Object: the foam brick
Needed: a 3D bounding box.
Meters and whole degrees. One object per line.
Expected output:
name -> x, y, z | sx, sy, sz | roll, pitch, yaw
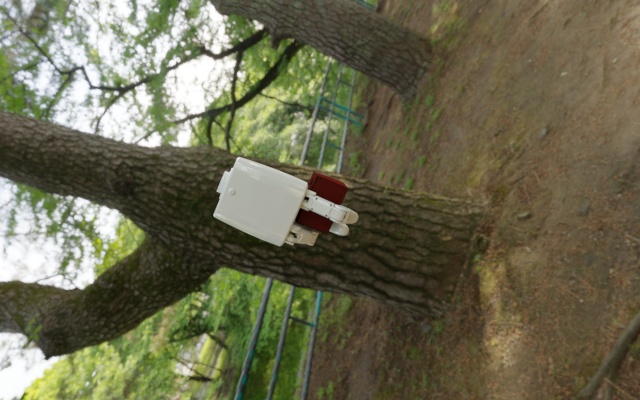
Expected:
foam brick -> 0.000, 0.002, 0.712 | 0.051, 0.078, 0.053 | 23, 6, -9
